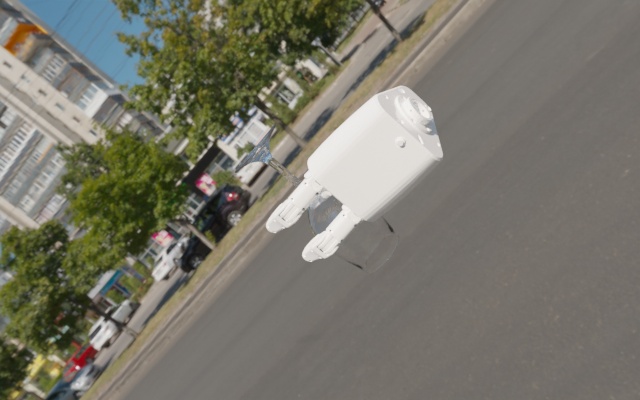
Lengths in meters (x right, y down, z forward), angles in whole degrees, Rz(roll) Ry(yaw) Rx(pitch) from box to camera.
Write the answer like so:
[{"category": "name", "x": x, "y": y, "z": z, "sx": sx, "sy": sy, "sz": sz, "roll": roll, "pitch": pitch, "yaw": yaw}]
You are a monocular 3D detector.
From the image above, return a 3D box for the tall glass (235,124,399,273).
[{"category": "tall glass", "x": -0.001, "y": 0.001, "z": 0.568, "sx": 0.201, "sy": 0.079, "sz": 0.079, "roll": 40, "pitch": -8, "yaw": -10}]
